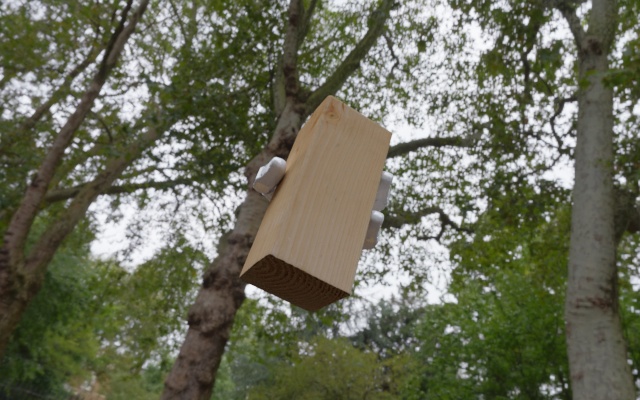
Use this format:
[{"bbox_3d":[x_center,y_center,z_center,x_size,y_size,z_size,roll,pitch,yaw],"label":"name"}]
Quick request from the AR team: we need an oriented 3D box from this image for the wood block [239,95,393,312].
[{"bbox_3d":[0.000,0.002,0.520,0.091,0.206,0.090,28,-33,-15],"label":"wood block"}]
